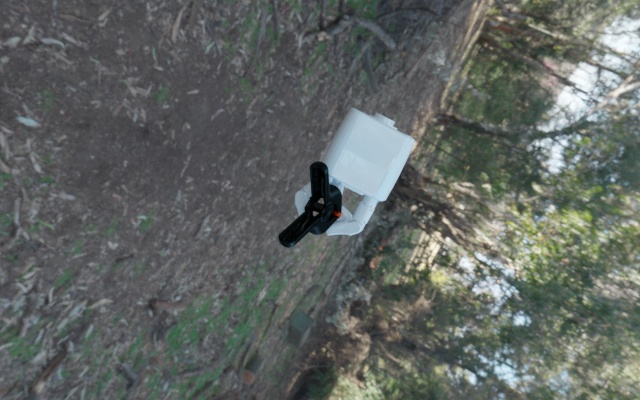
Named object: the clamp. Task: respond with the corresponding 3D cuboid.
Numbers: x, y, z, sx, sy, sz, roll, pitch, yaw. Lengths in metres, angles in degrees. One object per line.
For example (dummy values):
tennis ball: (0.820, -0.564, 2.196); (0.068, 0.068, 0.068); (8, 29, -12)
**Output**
clamp: (0.001, 0.003, 0.686); (0.039, 0.120, 0.171); (31, 13, 14)
